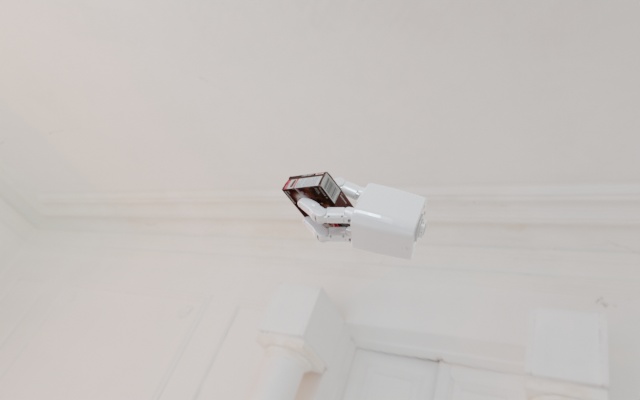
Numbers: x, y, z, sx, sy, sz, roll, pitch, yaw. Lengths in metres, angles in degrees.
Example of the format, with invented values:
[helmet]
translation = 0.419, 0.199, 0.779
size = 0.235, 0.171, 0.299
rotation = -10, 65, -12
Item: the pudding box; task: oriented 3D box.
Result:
[pudding box]
translation = 0.000, 0.003, 0.843
size = 0.090, 0.039, 0.113
rotation = -6, -47, 39
